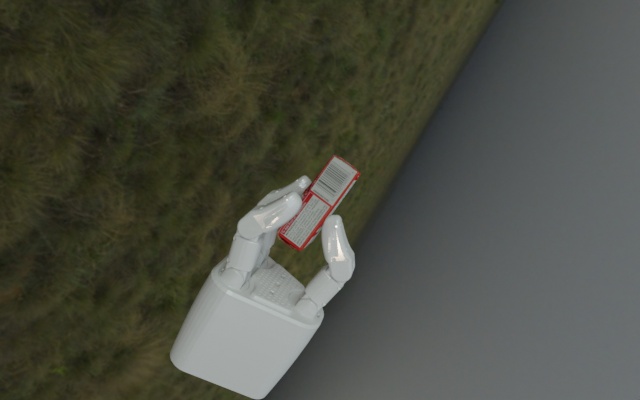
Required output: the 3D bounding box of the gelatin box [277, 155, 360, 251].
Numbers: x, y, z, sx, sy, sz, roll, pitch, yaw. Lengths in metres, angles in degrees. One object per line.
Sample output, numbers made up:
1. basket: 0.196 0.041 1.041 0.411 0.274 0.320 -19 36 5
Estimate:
1. gelatin box: 0.001 0.001 0.445 0.030 0.089 0.073 37 6 4
